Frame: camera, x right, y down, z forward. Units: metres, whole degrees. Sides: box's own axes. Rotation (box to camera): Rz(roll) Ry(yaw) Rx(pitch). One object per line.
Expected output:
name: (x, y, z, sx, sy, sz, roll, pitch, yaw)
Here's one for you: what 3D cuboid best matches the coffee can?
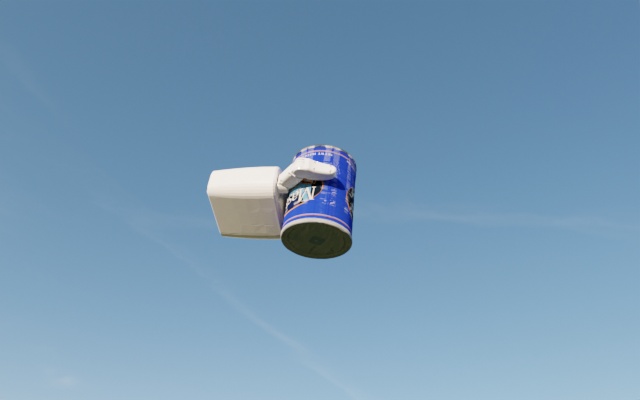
coffee can: (0.000, 0.002, 0.718, 0.103, 0.140, 0.103, 4, -36, 3)
